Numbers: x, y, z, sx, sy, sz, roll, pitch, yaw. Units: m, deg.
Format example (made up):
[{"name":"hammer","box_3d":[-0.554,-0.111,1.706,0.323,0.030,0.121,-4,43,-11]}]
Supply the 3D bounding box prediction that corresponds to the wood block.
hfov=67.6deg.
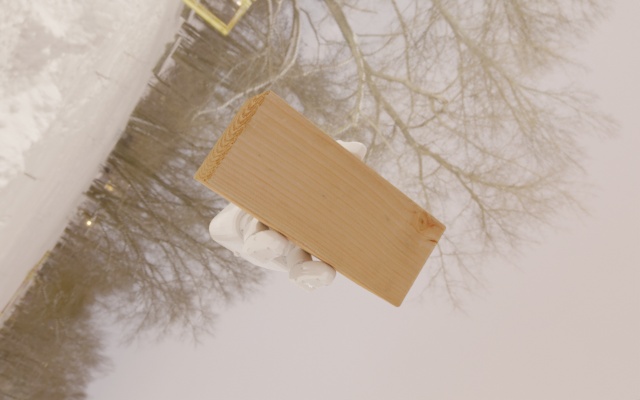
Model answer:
[{"name":"wood block","box_3d":[0.000,0.001,0.442,0.206,0.091,0.090,35,-8,-21]}]
